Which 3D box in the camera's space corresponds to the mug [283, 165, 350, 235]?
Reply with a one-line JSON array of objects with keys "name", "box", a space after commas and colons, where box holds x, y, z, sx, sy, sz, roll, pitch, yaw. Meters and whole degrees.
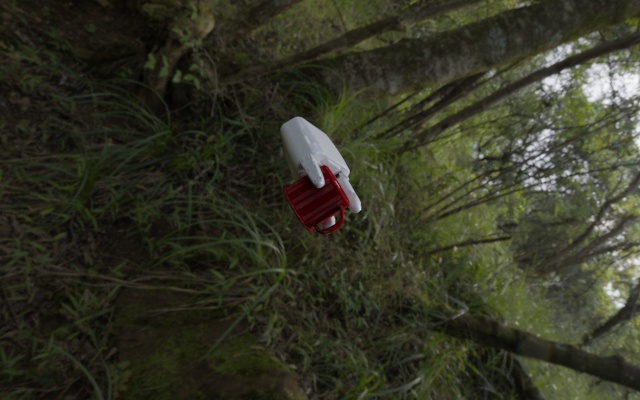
[{"name": "mug", "box": [0.001, 0.003, 0.790, 0.081, 0.117, 0.093, -32, -35, 6]}]
